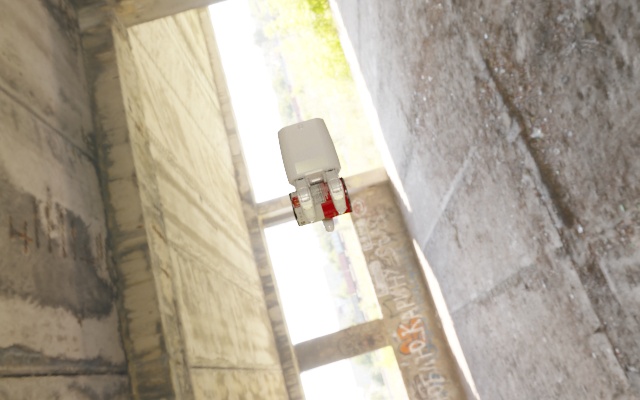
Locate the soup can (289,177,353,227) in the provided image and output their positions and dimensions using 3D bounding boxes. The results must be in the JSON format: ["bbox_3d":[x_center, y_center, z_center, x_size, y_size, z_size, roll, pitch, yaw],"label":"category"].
[{"bbox_3d":[0.000,0.003,0.860,0.102,0.068,0.068,-16,0,-1],"label":"soup can"}]
